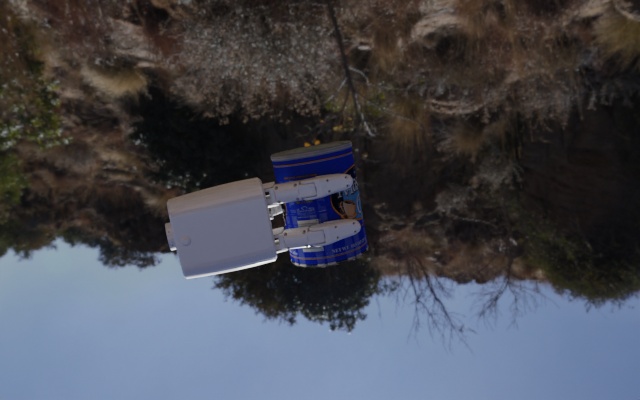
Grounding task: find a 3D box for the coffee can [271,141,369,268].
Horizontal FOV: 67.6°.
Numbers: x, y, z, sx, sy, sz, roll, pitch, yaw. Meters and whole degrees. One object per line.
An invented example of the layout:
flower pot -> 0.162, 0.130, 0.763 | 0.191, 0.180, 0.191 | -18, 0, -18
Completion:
coffee can -> 0.000, 0.002, 0.608 | 0.103, 0.140, 0.103 | -10, 10, 2
